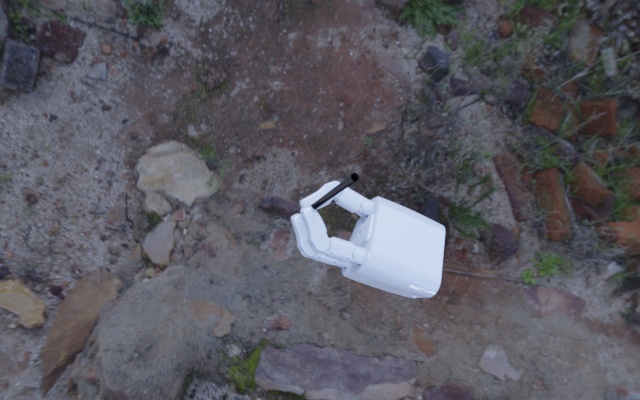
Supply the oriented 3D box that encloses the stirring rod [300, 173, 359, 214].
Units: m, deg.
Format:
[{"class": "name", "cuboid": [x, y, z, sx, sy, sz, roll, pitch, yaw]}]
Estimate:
[{"class": "stirring rod", "cuboid": [0.000, 0.002, 0.561, 0.011, 0.011, 0.239, 0, -11, -16]}]
